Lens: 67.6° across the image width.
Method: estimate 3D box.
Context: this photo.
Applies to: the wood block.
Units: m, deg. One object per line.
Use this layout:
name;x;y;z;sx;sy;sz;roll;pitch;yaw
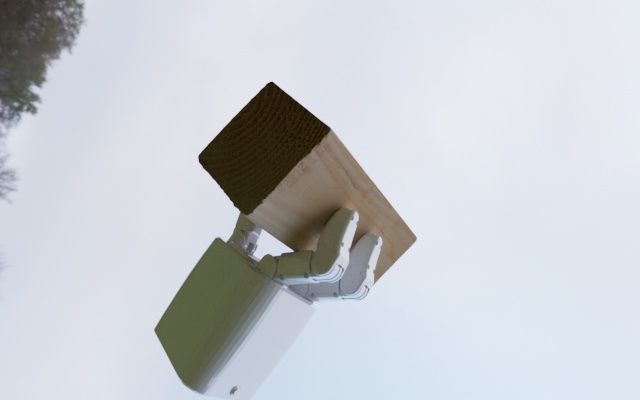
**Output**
wood block;0.000;0.002;0.439;0.090;0.090;0.206;44;0;38
